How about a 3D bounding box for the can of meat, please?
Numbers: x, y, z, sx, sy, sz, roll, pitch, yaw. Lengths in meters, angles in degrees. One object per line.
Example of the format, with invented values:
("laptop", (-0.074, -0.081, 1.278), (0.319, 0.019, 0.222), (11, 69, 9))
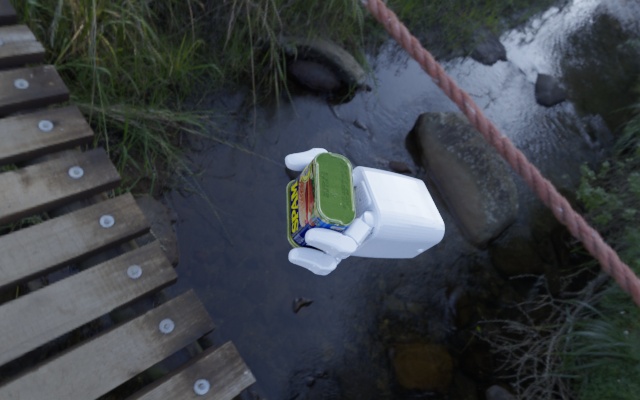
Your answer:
("can of meat", (0.000, 0.002, 0.593), (0.057, 0.102, 0.084), (11, -31, -24))
